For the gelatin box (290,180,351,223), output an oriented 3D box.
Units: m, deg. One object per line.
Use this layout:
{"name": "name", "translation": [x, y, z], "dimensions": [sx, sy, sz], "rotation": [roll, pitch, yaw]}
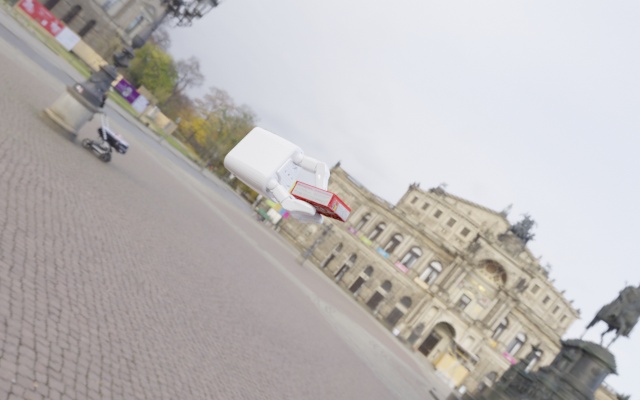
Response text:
{"name": "gelatin box", "translation": [0.001, 0.002, 0.846], "dimensions": [0.089, 0.030, 0.073], "rotation": [19, -14, 34]}
